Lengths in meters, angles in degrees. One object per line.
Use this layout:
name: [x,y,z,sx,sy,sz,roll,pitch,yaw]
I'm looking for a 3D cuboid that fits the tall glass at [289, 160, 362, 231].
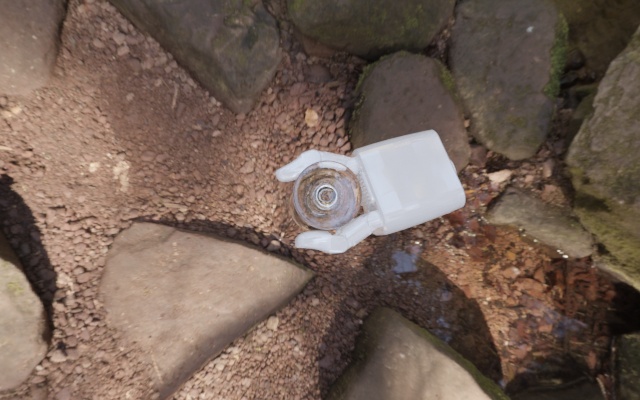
tall glass: [0.000,0.002,0.604,0.079,0.079,0.201,0,-5,-5]
